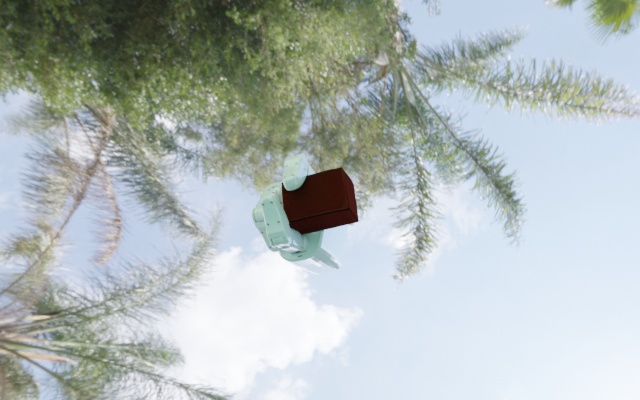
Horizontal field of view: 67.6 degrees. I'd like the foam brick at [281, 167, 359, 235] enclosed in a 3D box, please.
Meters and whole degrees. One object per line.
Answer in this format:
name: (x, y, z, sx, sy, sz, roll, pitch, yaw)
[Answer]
foam brick: (0.000, 0.002, 0.557, 0.078, 0.053, 0.051, -13, -24, 16)
